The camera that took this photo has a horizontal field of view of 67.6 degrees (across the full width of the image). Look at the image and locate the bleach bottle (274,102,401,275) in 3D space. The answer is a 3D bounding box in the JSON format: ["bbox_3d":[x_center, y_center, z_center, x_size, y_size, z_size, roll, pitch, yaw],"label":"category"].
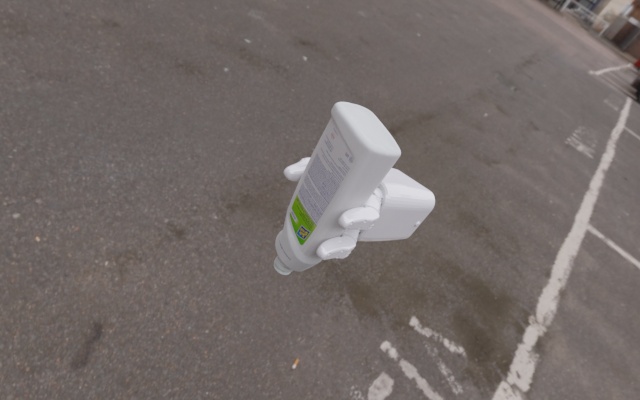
[{"bbox_3d":[0.000,0.002,0.627,0.068,0.102,0.251,4,-47,-38],"label":"bleach bottle"}]
